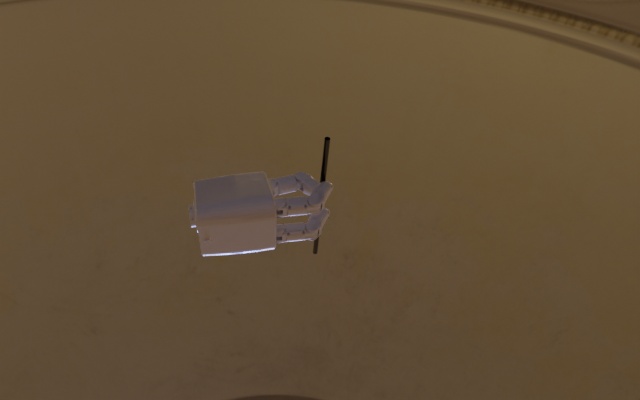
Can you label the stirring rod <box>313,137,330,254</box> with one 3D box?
[{"bbox_3d":[0.000,0.002,0.724,0.011,0.240,0.011,3,45,-3],"label":"stirring rod"}]
